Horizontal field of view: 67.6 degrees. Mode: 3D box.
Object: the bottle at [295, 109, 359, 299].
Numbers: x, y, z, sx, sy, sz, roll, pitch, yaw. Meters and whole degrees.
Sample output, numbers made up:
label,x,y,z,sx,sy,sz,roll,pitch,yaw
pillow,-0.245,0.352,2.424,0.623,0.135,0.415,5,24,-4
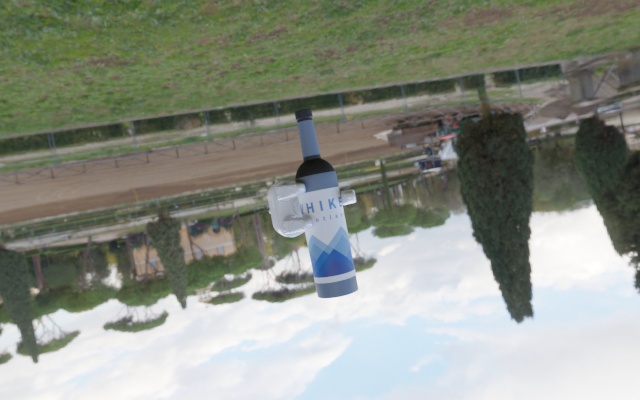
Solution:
label,x,y,z,sx,sy,sz,roll,pitch,yaw
bottle,0.000,0.003,0.758,0.069,0.295,0.069,-11,1,0
